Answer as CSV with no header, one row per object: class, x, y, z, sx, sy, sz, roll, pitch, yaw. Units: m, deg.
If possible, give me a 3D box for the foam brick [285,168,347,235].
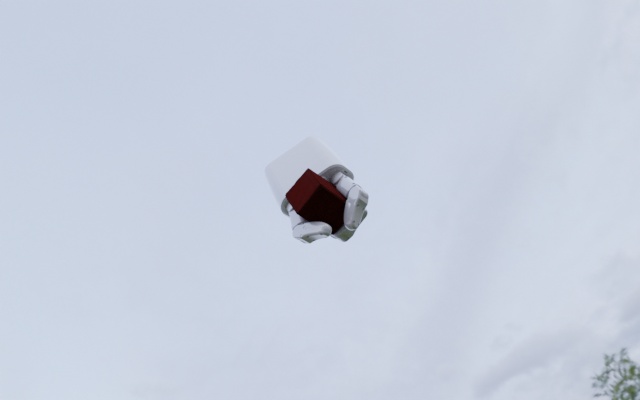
foam brick,0.000,0.002,0.662,0.078,0.053,0.051,33,13,-39
